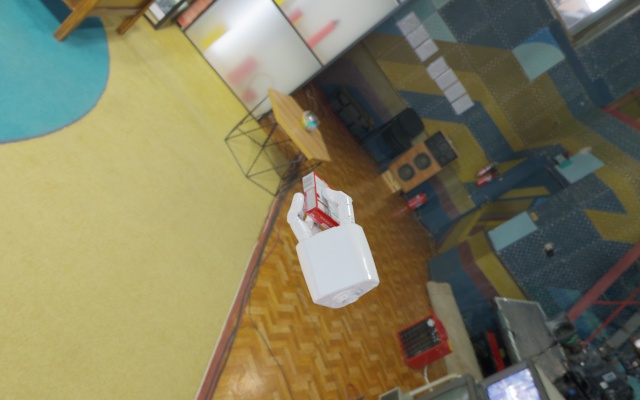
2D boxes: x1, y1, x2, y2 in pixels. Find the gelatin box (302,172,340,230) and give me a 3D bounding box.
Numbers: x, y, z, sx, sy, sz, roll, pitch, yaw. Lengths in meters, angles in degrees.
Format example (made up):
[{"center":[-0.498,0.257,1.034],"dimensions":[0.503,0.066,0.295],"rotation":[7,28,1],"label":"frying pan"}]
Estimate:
[{"center":[0.000,0.002,0.879],"dimensions":[0.030,0.089,0.073],"rotation":[-27,-44,24],"label":"gelatin box"}]
